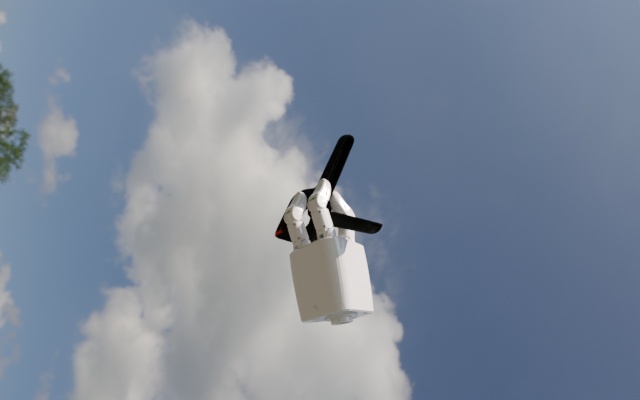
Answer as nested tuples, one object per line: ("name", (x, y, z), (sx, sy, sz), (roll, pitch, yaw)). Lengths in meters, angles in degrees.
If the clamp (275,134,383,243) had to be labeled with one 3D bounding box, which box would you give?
("clamp", (0.000, 0.003, 0.762), (0.036, 0.164, 0.210), (12, -29, -43))
